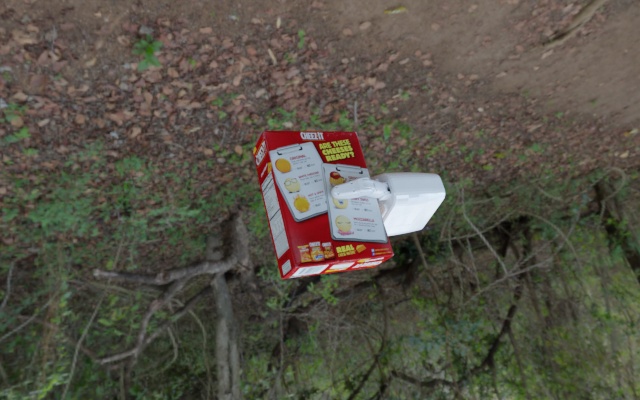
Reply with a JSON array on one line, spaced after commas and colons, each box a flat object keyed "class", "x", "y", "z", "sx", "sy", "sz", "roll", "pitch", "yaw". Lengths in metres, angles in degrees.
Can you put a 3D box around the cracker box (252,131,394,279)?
[{"class": "cracker box", "x": 0.000, "y": 0.002, "z": 0.724, "sx": 0.164, "sy": 0.213, "sz": 0.072, "roll": -4, "pitch": -23, "yaw": -28}]
